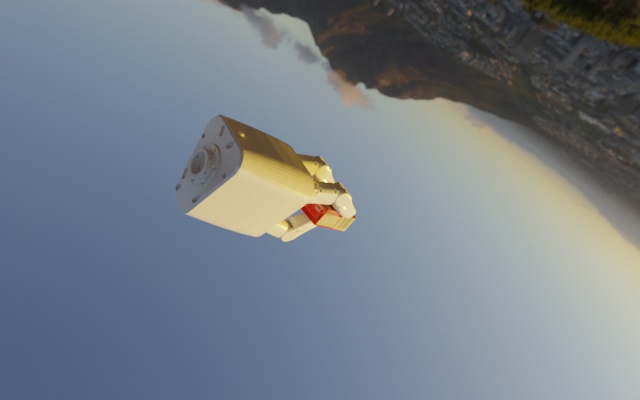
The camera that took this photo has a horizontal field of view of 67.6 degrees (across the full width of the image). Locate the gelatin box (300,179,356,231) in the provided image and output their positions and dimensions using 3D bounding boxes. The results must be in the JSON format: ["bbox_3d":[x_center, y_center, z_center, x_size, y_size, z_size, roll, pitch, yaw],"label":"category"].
[{"bbox_3d":[0.000,0.002,0.637,0.073,0.030,0.089,50,15,26],"label":"gelatin box"}]
